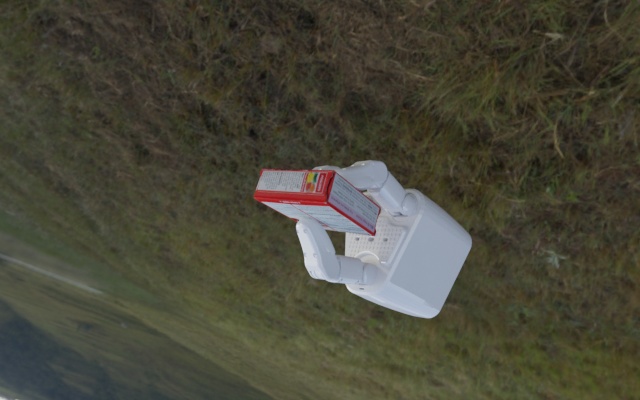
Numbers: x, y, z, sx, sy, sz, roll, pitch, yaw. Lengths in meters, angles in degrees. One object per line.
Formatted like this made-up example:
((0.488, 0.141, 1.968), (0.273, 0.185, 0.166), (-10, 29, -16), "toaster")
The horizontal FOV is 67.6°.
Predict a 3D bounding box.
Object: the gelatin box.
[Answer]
((0.000, 0.002, 0.406), (0.073, 0.030, 0.089), (4, -17, 35), "gelatin box")
